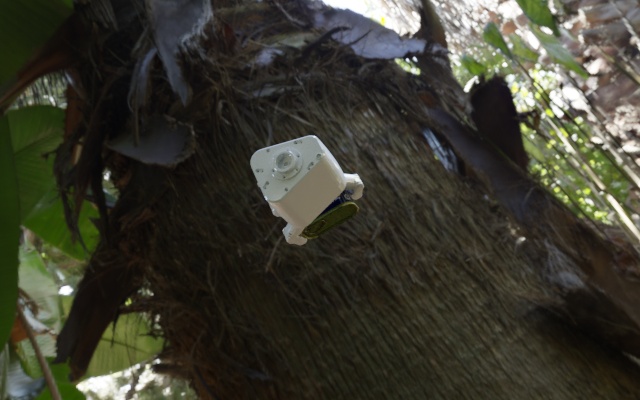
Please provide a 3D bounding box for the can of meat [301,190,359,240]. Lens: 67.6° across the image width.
[{"bbox_3d":[0.000,0.002,0.802,0.102,0.084,0.057,-31,-27,8],"label":"can of meat"}]
